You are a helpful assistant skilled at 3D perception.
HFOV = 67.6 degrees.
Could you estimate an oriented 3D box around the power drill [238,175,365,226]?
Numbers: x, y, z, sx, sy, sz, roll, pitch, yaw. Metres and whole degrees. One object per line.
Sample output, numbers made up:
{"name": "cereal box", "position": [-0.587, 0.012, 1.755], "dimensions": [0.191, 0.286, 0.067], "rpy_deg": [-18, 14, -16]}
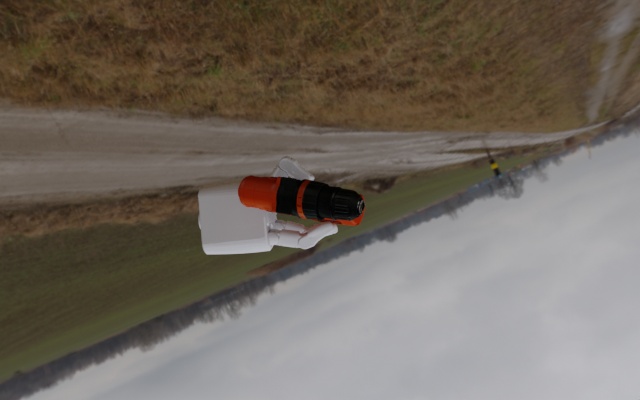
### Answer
{"name": "power drill", "position": [0.000, 0.002, 0.701], "dimensions": [0.184, 0.057, 0.188], "rpy_deg": [10, -3, 25]}
